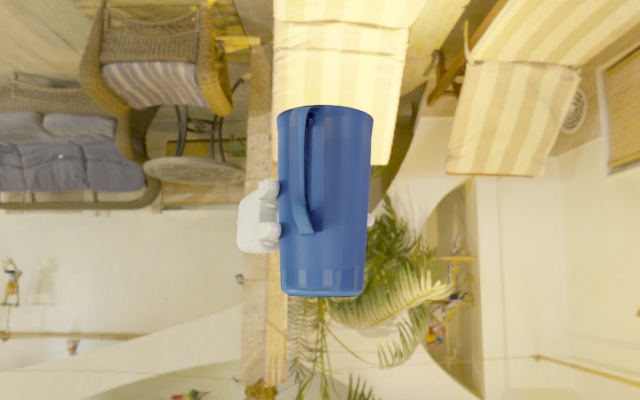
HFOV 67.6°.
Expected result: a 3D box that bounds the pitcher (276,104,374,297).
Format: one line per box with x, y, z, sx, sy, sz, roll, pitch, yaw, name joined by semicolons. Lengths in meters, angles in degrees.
0.000;0.002;0.626;0.149;0.242;0.145;6;-10;-28;pitcher
